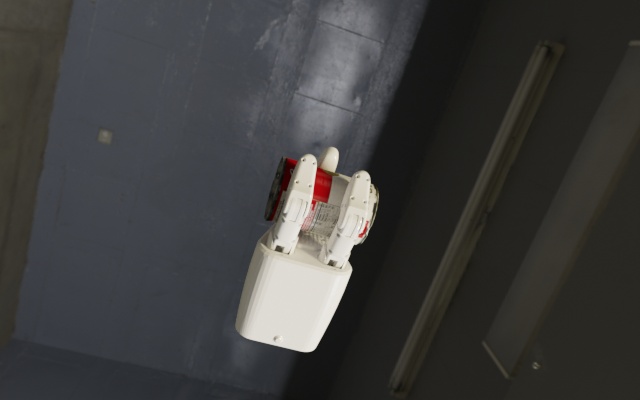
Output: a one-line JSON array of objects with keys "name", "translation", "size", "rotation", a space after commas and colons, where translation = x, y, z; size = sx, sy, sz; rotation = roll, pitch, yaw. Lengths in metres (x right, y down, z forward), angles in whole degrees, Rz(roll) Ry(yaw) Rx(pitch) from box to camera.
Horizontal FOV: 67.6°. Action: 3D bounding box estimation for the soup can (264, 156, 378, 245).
[{"name": "soup can", "translation": [0.001, 0.001, 0.492], "size": [0.102, 0.068, 0.068], "rotation": [16, -3, -10]}]
